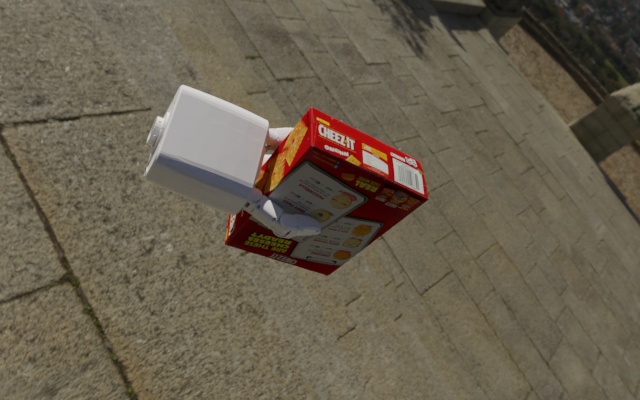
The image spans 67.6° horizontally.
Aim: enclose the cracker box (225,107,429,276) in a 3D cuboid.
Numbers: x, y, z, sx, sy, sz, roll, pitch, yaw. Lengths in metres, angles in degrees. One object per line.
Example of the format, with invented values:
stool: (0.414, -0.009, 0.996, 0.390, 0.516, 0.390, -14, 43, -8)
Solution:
cracker box: (0.000, 0.002, 0.601, 0.164, 0.072, 0.214, 21, -43, -26)
